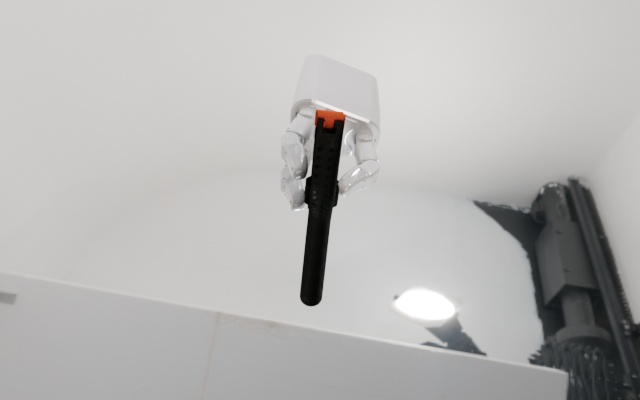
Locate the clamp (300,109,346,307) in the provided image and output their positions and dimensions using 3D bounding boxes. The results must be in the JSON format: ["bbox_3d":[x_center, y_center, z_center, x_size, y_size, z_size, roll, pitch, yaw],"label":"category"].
[{"bbox_3d":[0.001,0.001,0.511,0.036,0.164,0.210,5,-40,-3],"label":"clamp"}]
